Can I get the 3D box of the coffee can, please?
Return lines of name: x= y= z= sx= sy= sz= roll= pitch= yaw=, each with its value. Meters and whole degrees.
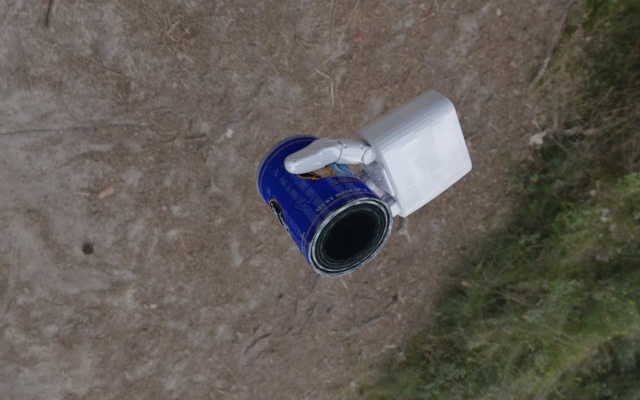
coffee can: x=0.000 y=0.002 z=0.542 sx=0.103 sy=0.103 sz=0.140 roll=0 pitch=33 yaw=-35
